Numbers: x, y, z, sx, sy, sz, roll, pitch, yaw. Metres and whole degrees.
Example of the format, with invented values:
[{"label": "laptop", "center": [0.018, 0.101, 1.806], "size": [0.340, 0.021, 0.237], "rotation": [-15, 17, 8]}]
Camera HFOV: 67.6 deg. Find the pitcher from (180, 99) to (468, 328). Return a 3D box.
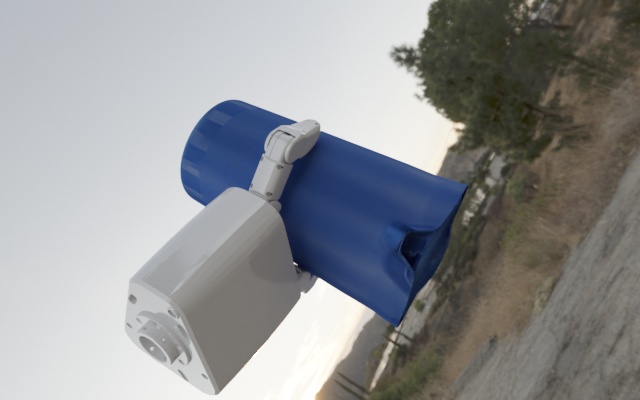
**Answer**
[{"label": "pitcher", "center": [0.000, 0.002, 0.447], "size": [0.243, 0.149, 0.145], "rotation": [27, 46, 17]}]
